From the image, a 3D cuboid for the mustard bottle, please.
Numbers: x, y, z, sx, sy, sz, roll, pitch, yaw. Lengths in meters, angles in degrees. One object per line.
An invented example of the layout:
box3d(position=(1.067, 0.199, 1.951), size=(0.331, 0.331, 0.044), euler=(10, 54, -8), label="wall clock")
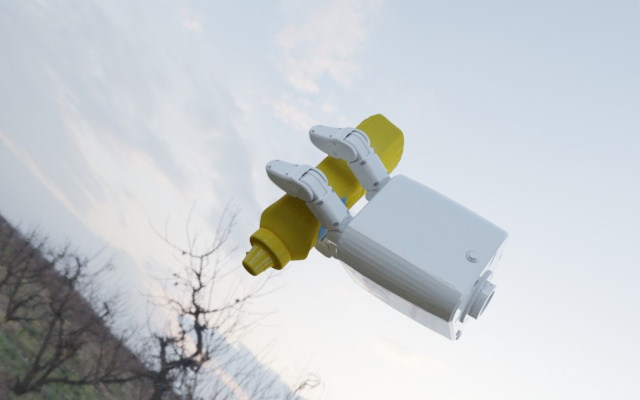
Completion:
box3d(position=(0.000, 0.001, 0.455), size=(0.191, 0.058, 0.096), euler=(-44, -8, -27), label="mustard bottle")
